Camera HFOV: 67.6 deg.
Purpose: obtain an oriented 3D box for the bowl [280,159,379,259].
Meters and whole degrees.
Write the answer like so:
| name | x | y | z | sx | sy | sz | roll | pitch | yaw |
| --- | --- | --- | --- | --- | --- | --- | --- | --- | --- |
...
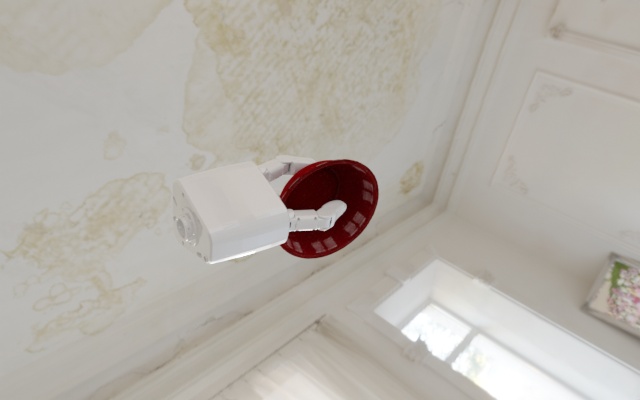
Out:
| name | x | y | z | sx | sy | sz | roll | pitch | yaw |
| --- | --- | --- | --- | --- | --- | --- | --- | --- | --- |
| bowl | 0.001 | 0.002 | 0.672 | 0.162 | 0.162 | 0.055 | 0 | 32 | -31 |
